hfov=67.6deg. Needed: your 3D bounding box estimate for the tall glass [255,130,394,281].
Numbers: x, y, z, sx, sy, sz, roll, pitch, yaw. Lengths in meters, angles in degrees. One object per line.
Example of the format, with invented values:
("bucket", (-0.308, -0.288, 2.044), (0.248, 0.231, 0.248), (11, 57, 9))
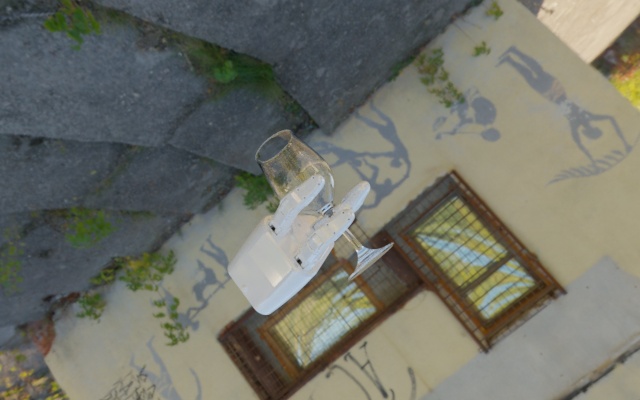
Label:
("tall glass", (0.001, 0.002, 0.610), (0.079, 0.201, 0.079), (-37, -13, -10))
